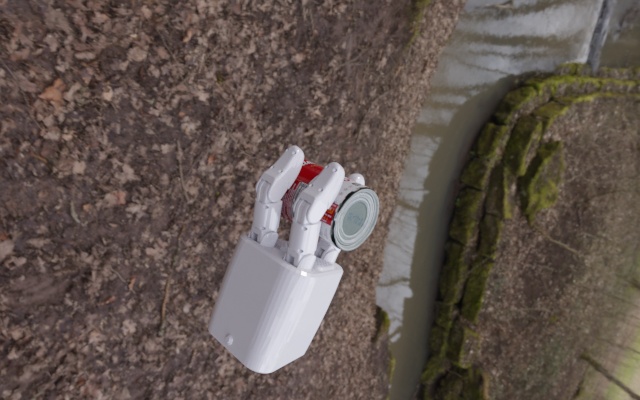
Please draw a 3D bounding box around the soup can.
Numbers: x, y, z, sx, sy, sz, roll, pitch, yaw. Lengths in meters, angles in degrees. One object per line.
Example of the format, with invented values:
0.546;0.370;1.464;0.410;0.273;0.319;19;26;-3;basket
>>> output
0.001;0.001;0.488;0.102;0.068;0.068;26;17;39;soup can
